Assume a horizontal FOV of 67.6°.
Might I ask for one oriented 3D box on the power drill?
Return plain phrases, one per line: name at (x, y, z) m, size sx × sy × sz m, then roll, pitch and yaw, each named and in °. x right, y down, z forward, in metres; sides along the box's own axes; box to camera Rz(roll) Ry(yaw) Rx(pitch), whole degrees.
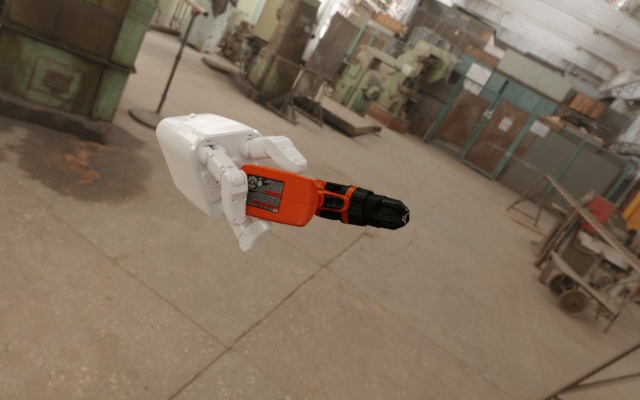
power drill at (0.000, 0.002, 0.583) m, size 0.184 × 0.057 × 0.187 m, roll 11°, pitch 1°, yaw 27°
